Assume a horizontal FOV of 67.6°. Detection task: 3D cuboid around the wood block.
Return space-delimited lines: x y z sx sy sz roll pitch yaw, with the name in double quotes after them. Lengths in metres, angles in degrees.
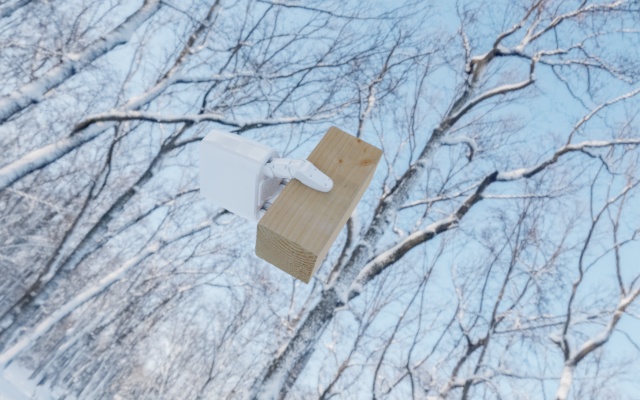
0.000 0.002 0.685 0.090 0.206 0.091 28 -33 9 "wood block"
